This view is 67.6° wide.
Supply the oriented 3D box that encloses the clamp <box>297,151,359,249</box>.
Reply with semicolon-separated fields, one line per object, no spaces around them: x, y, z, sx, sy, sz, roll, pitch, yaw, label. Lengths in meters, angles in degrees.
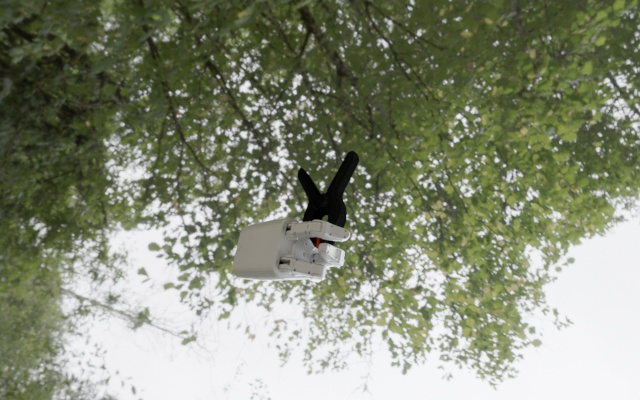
0.001;0.003;0.784;0.120;0.171;0.039;-11;-33;42;clamp
